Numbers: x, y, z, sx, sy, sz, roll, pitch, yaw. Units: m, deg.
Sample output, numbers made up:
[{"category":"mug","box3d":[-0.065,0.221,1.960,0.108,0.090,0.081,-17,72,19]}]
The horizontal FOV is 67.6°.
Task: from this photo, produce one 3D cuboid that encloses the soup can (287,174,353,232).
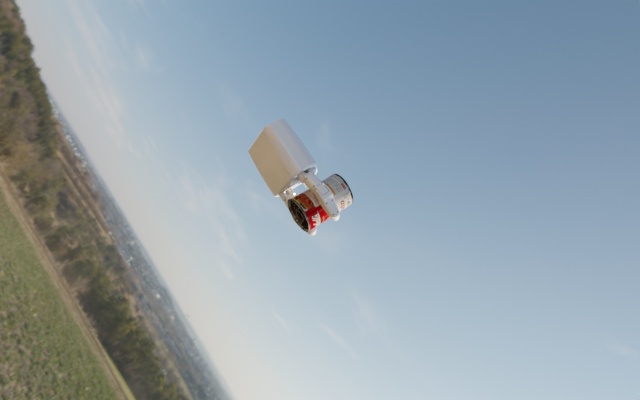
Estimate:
[{"category":"soup can","box3d":[0.001,0.003,0.870,0.102,0.068,0.068,-31,12,-20]}]
